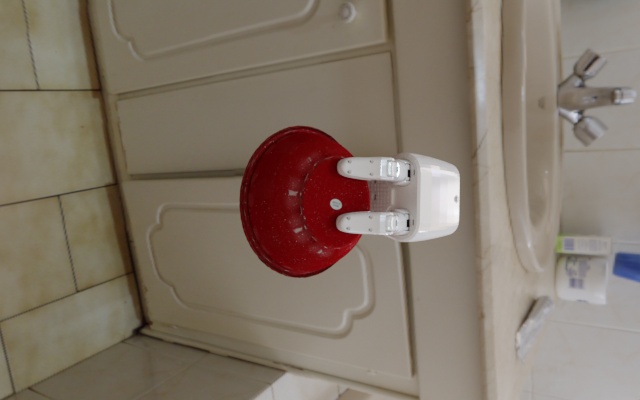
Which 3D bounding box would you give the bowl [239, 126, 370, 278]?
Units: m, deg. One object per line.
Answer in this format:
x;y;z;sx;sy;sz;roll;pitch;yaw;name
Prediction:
-0.001;0.002;0.488;0.162;0.162;0.055;0;0;-39;bowl
